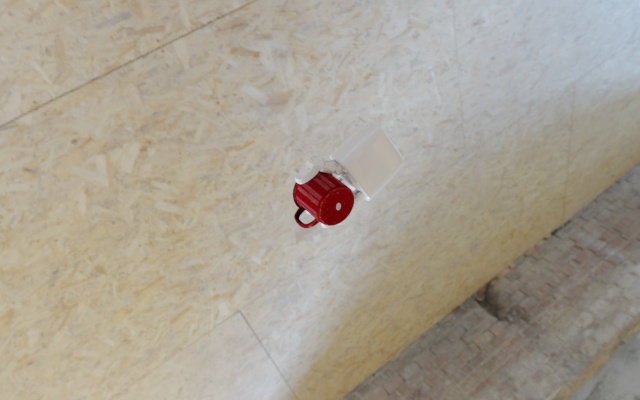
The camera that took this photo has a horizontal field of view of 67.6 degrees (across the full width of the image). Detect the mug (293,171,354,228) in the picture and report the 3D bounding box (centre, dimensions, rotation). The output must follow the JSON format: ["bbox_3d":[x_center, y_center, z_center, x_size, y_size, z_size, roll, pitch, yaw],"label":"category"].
[{"bbox_3d":[-0.001,0.004,0.880,0.081,0.117,0.093,39,-8,46],"label":"mug"}]
